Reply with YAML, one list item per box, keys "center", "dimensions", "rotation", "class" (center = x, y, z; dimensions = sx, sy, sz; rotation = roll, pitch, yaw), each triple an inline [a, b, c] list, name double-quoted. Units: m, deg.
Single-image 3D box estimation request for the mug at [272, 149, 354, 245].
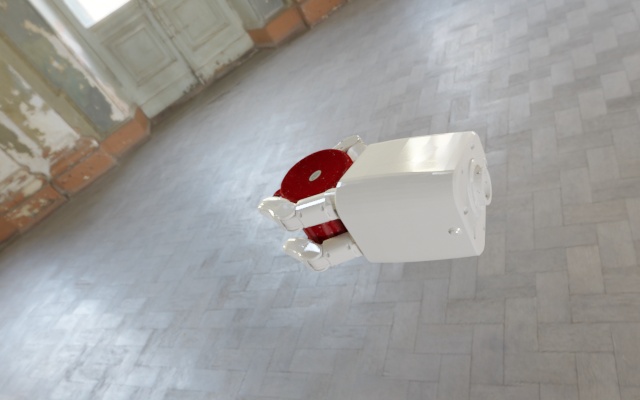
- center: [-0.001, 0.002, 0.508]
  dimensions: [0.117, 0.093, 0.081]
  rotation: [-7, -47, 31]
  class: "mug"
